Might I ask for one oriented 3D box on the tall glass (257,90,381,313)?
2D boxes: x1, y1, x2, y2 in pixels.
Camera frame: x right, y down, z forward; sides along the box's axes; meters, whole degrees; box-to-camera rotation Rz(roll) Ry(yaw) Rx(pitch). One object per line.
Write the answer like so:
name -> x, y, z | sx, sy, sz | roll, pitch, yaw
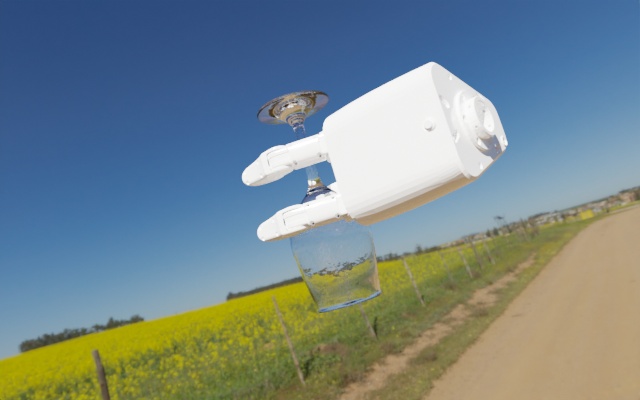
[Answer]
tall glass -> 0.000, 0.001, 0.460 | 0.079, 0.201, 0.079 | -16, -9, -2
